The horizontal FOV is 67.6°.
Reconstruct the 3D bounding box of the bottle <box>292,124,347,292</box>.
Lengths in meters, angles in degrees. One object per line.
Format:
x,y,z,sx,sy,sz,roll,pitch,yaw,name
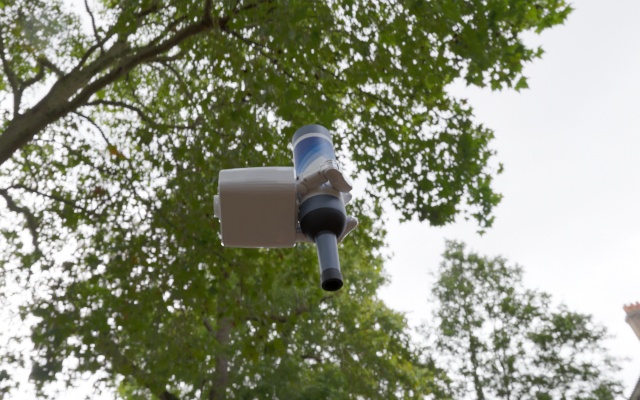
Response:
0.000,0.002,0.690,0.069,0.069,0.295,0,44,-8,bottle
